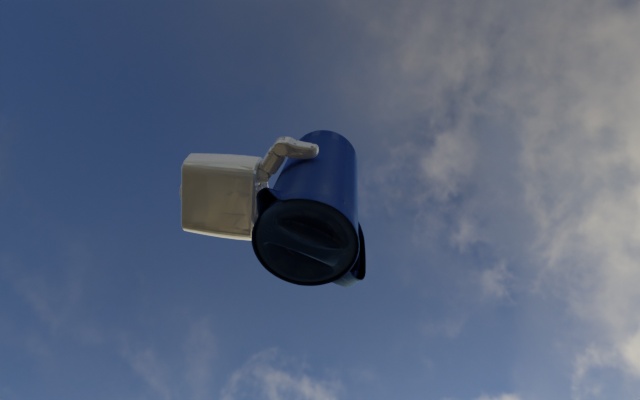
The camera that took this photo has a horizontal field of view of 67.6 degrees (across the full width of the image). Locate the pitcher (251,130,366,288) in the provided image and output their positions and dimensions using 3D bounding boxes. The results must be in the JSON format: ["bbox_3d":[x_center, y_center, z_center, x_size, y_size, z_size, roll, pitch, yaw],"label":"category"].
[{"bbox_3d":[0.000,0.002,0.680,0.145,0.149,0.242,6,32,4],"label":"pitcher"}]
